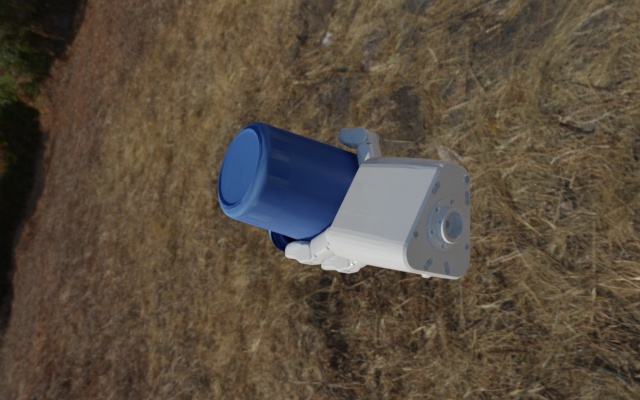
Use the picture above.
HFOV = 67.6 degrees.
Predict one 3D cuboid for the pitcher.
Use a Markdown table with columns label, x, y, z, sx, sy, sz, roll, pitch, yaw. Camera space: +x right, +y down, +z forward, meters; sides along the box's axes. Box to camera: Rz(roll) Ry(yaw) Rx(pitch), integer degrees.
| label | x | y | z | sx | sy | sz | roll | pitch | yaw |
| --- | --- | --- | --- | --- | --- | --- | --- | --- | --- |
| pitcher | 0.000 | 0.002 | 0.581 | 0.243 | 0.149 | 0.145 | 17 | -7 | -35 |
